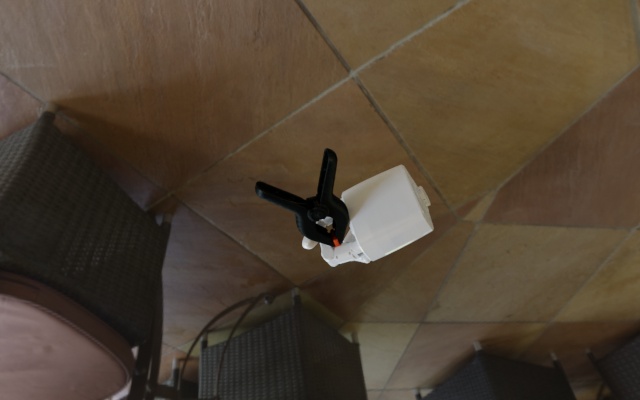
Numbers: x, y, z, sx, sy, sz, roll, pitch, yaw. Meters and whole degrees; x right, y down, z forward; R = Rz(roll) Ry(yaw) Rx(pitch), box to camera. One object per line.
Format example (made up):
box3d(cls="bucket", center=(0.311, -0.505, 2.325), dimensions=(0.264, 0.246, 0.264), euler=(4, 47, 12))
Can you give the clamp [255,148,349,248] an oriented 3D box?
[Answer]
box3d(cls="clamp", center=(0.000, 0.003, 0.688), dimensions=(0.120, 0.039, 0.171), euler=(-28, -48, 16))
